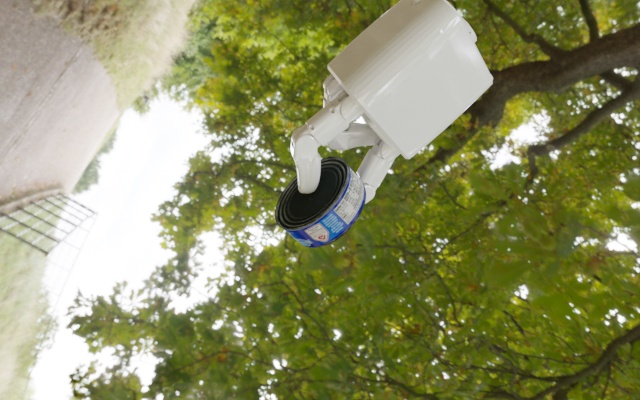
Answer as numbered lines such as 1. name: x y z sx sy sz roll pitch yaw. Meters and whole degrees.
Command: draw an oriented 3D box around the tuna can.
1. tuna can: 0.000 0.002 0.451 0.086 0.086 0.034 0 -37 49
